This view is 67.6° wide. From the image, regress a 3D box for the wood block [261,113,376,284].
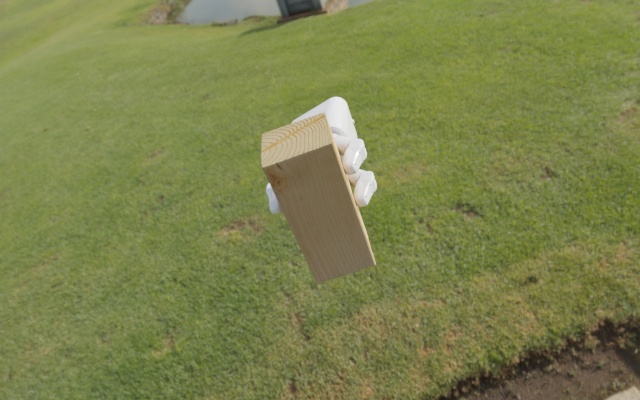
[{"bbox_3d":[0.000,0.002,0.645,0.091,0.206,0.090,-18,35,6],"label":"wood block"}]
